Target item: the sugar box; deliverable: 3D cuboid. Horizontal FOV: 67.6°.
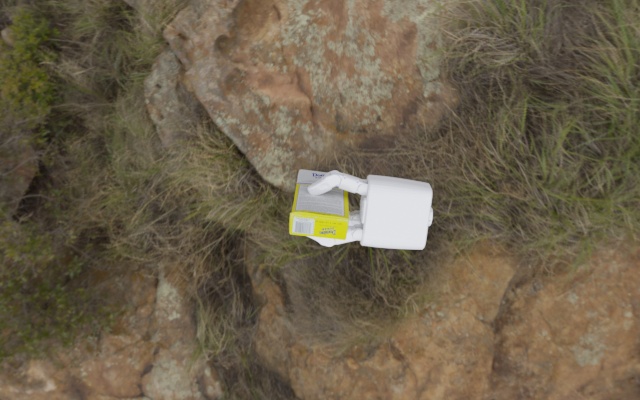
[{"bbox_3d":[0.000,0.003,0.822,0.093,0.048,0.176,7,24,-1],"label":"sugar box"}]
